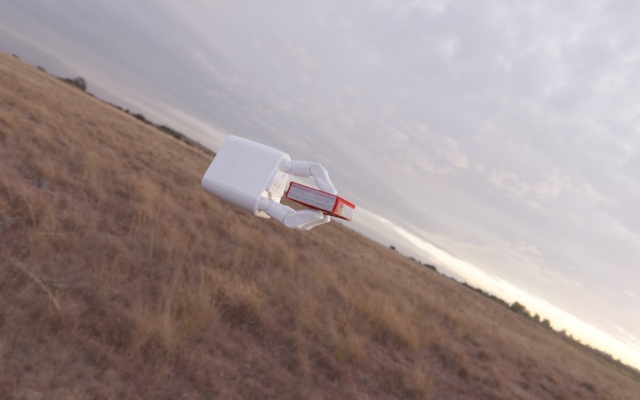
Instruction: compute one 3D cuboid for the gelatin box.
[{"bbox_3d":[0.001,0.002,0.744,0.089,0.030,0.073,17,-5,27],"label":"gelatin box"}]
